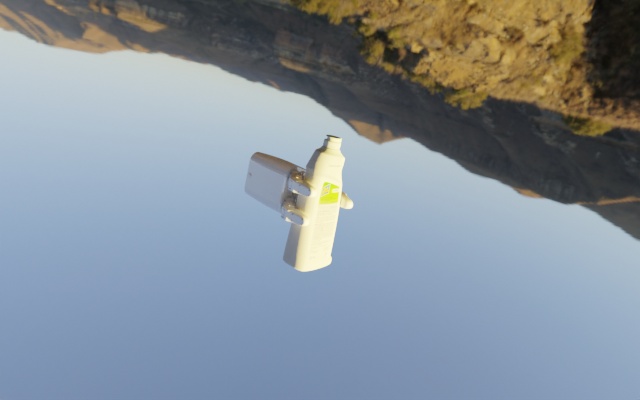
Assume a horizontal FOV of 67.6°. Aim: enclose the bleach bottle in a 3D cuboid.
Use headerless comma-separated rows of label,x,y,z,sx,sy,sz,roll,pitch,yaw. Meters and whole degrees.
bleach bottle,0.000,0.003,0.890,0.068,0.251,0.102,24,19,33
